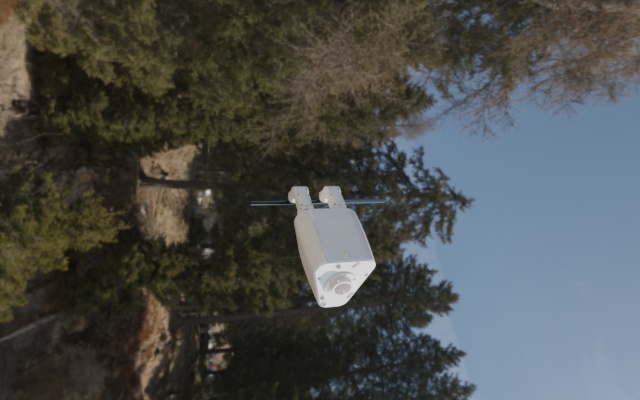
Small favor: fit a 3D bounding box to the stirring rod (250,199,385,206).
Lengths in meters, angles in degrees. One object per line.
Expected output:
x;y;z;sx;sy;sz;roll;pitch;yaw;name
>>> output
0.000;0.003;0.812;0.239;0.011;0.011;-1;0;-19;stirring rod
